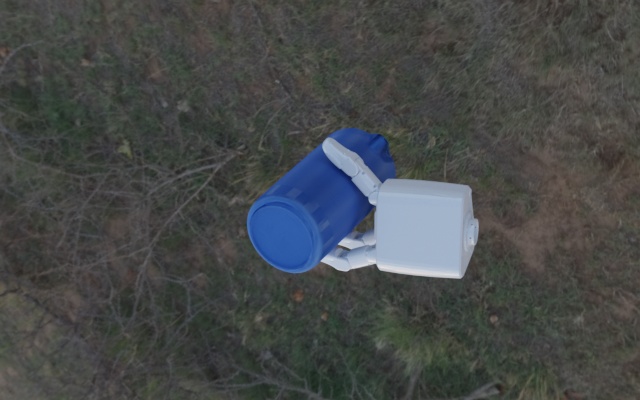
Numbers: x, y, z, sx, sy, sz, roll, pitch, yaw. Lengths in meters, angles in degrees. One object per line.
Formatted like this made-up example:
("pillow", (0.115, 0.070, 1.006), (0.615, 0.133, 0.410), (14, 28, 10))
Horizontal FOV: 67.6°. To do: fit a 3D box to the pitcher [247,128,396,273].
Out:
("pitcher", (0.000, 0.002, 0.675), (0.145, 0.149, 0.242), (8, 28, 26))
